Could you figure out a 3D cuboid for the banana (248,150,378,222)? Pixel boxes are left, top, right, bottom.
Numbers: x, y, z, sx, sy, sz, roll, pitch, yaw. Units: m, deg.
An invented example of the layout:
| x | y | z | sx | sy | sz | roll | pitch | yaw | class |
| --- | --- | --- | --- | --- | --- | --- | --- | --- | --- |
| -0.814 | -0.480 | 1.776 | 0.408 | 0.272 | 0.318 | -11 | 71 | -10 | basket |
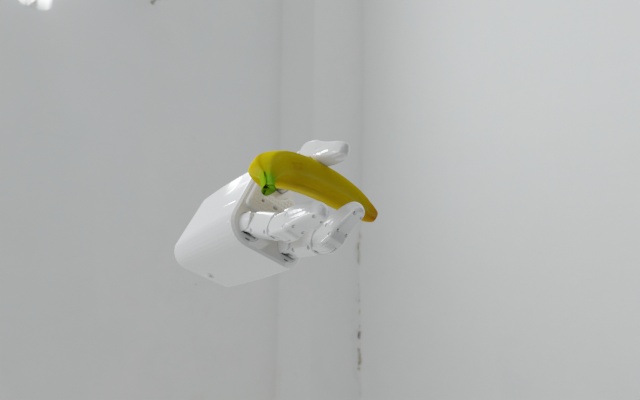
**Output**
| x | y | z | sx | sy | sz | roll | pitch | yaw | class |
| --- | --- | --- | --- | --- | --- | --- | --- | --- | --- |
| -0.010 | -0.014 | 0.479 | 0.037 | 0.069 | 0.198 | -39 | -28 | 24 | banana |
